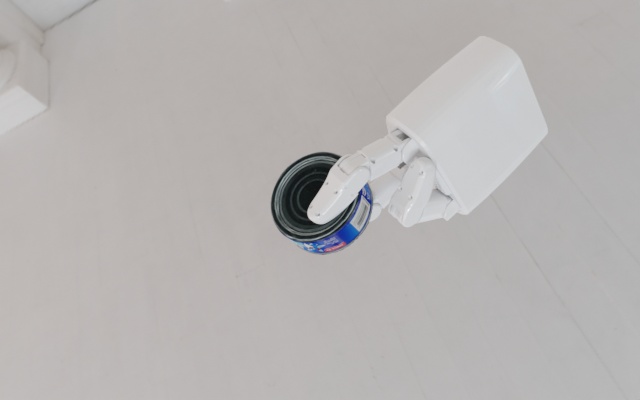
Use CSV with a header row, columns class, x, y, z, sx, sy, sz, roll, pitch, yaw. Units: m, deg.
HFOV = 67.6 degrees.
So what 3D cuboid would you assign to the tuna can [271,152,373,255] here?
class,x,y,z,sx,sy,sz,roll,pitch,yaw
tuna can,0.000,0.001,0.415,0.086,0.086,0.034,0,-23,27
